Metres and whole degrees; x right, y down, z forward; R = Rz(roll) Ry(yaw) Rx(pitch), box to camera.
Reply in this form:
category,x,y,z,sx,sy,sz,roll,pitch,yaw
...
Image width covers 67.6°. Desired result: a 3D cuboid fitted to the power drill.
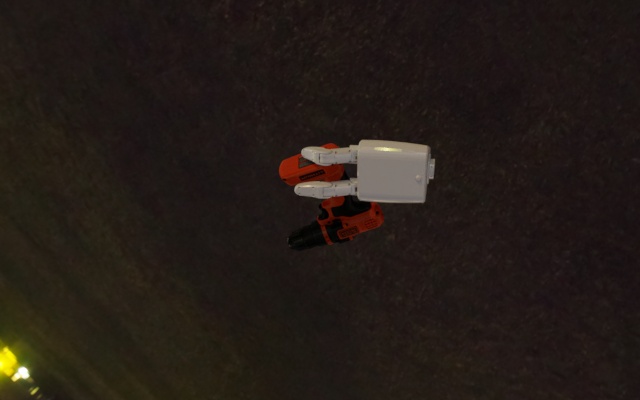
category,x,y,z,sx,sy,sz,roll,pitch,yaw
power drill,0.000,0.002,0.832,0.184,0.188,0.057,-20,39,10
